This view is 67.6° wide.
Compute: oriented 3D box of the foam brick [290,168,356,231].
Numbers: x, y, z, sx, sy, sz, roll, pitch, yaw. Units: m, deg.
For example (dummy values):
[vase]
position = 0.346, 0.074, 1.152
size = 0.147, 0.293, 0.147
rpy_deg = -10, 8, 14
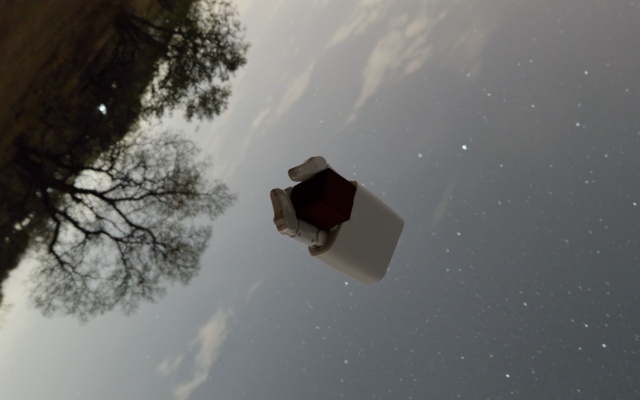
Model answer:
[foam brick]
position = 0.000, 0.002, 0.620
size = 0.051, 0.053, 0.078
rpy_deg = 33, -36, -27
